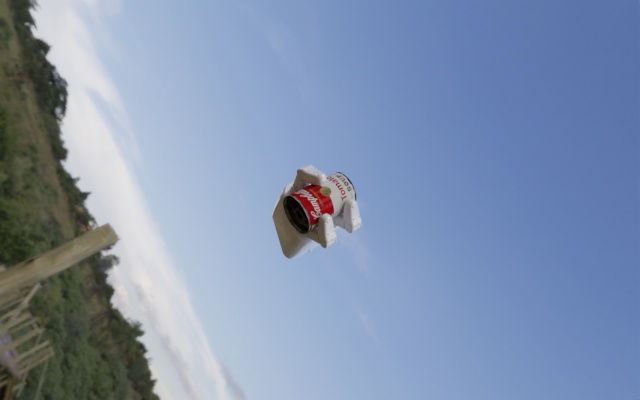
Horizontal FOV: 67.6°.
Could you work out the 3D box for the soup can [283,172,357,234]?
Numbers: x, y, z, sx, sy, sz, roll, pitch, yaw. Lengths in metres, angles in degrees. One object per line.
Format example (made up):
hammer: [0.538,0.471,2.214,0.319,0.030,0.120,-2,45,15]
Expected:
soup can: [0.000,0.002,0.780,0.102,0.068,0.068,-28,14,-29]
